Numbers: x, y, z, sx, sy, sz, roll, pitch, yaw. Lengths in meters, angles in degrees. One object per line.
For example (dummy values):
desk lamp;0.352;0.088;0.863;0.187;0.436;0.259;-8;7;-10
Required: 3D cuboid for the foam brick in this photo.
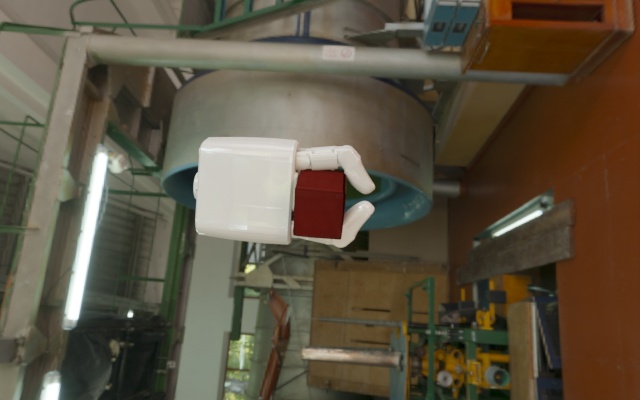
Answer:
foam brick;0.000;0.002;0.510;0.051;0.053;0.078;5;20;1
